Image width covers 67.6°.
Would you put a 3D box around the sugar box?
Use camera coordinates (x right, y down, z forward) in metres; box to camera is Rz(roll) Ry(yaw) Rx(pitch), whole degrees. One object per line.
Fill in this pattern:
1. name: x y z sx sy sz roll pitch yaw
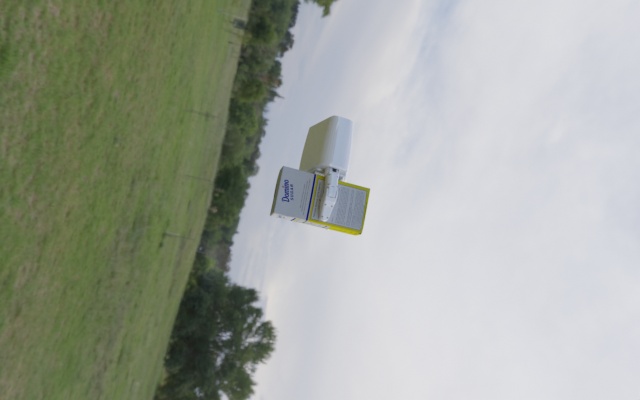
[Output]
1. sugar box: 0.000 0.003 0.900 0.176 0.093 0.048 14 -14 -12
